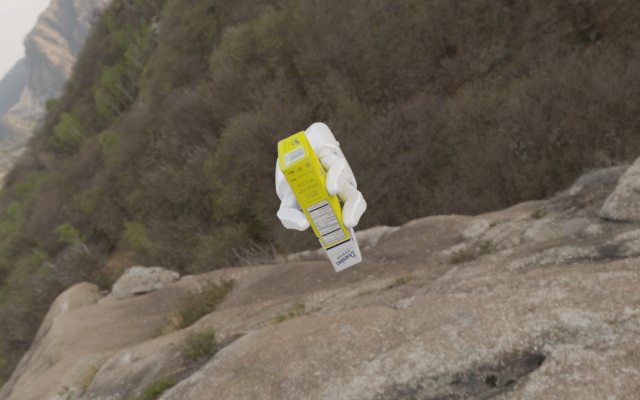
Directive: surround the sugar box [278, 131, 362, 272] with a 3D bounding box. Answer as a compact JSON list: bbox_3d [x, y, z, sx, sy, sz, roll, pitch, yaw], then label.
[{"bbox_3d":[0.001,0.002,0.651,0.048,0.176,0.093,-26,28,8],"label":"sugar box"}]
